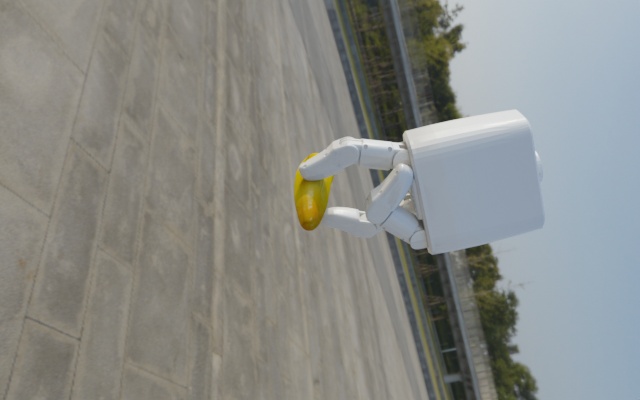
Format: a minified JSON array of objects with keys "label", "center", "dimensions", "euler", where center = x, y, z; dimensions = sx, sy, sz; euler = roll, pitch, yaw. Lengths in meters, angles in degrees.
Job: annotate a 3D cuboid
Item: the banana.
[{"label":"banana","center":[-0.003,-0.017,0.517],"dimensions":[0.037,0.069,0.198],"euler":[-10,5,5]}]
